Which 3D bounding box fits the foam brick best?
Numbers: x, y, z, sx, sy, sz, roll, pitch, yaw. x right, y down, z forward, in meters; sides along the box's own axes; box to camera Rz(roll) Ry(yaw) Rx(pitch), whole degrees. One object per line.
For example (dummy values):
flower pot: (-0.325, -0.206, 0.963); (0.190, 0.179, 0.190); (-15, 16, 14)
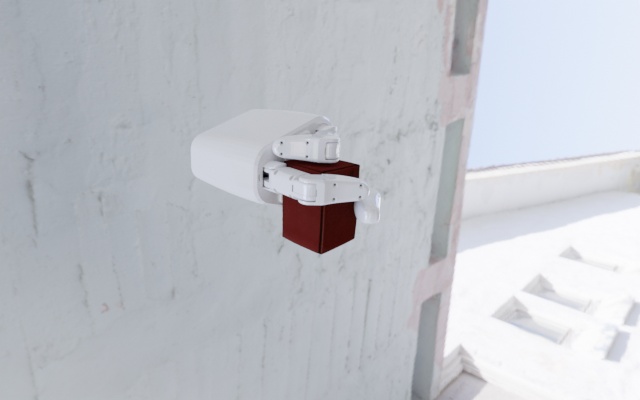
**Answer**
foam brick: (0.000, 0.002, 0.451); (0.051, 0.078, 0.053); (17, 22, 38)
